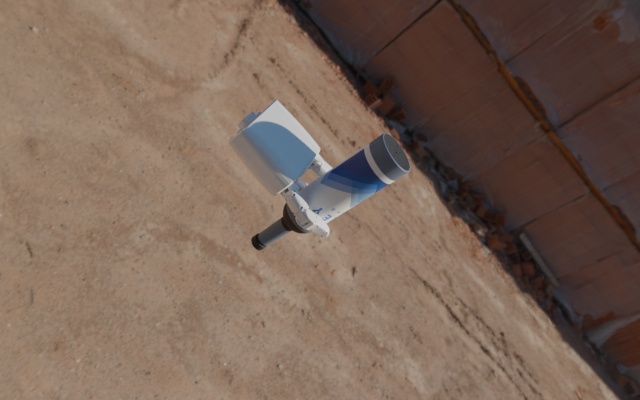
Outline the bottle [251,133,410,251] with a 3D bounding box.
[{"bbox_3d":[0.000,0.002,0.750,0.296,0.069,0.069,-33,-17,28],"label":"bottle"}]
